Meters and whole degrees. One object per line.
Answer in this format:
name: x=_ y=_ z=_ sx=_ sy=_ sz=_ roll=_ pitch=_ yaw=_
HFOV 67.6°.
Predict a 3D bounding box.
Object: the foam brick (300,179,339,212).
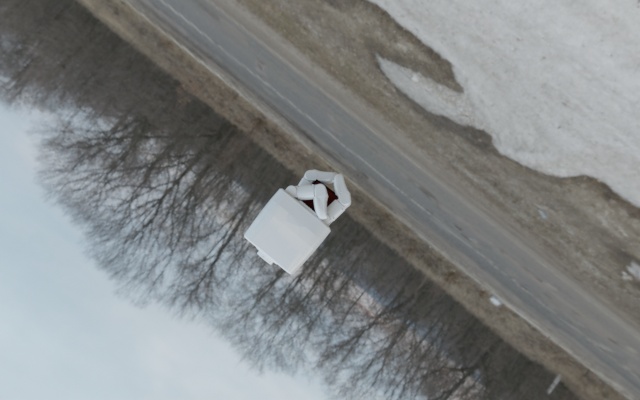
foam brick: x=0.000 y=0.003 z=0.889 sx=0.053 sy=0.051 sz=0.078 roll=37 pitch=-6 yaw=13
